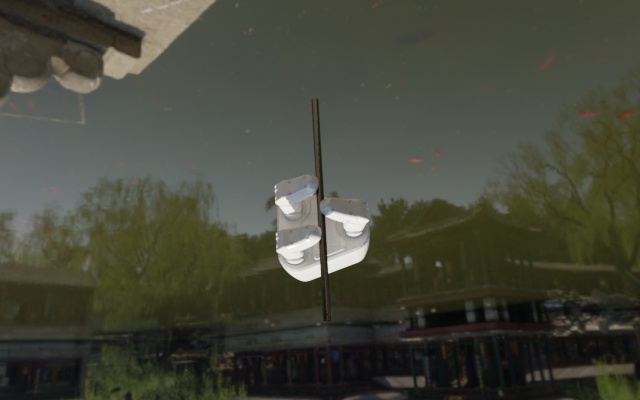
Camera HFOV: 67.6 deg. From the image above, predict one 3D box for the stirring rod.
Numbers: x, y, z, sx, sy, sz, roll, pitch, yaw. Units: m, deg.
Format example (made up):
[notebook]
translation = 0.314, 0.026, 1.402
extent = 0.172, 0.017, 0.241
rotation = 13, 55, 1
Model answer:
[stirring rod]
translation = 0.000, 0.002, 0.496
extent = 0.011, 0.239, 0.011
rotation = -3, -18, -1
